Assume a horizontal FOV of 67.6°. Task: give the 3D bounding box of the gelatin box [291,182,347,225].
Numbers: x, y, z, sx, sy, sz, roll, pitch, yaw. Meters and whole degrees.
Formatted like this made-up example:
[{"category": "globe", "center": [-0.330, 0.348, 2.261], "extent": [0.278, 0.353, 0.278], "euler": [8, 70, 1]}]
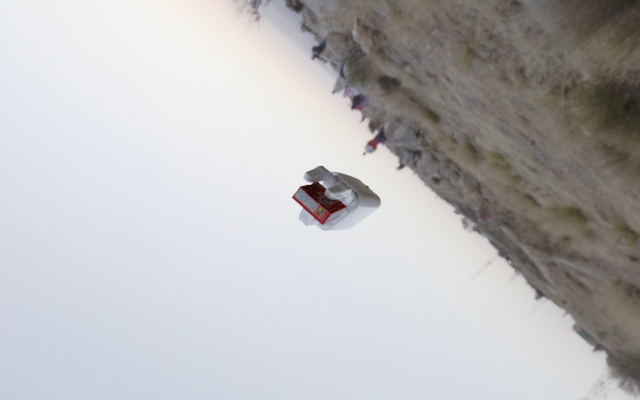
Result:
[{"category": "gelatin box", "center": [0.000, 0.003, 0.840], "extent": [0.073, 0.030, 0.089], "euler": [42, 20, 12]}]
